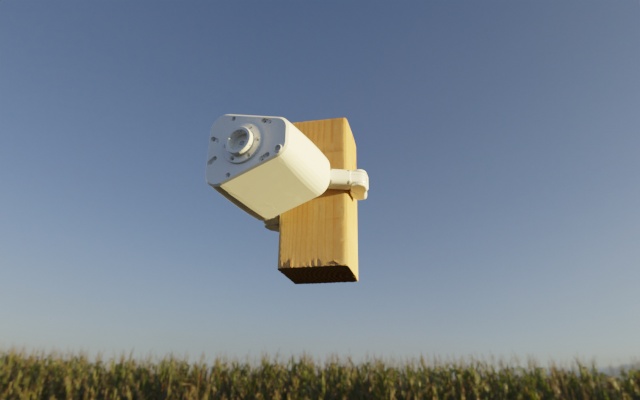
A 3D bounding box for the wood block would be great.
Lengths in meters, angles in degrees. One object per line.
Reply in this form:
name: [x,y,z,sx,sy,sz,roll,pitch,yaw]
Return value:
wood block: [0.000,0.002,0.650,0.091,0.206,0.090,-4,-23,12]
